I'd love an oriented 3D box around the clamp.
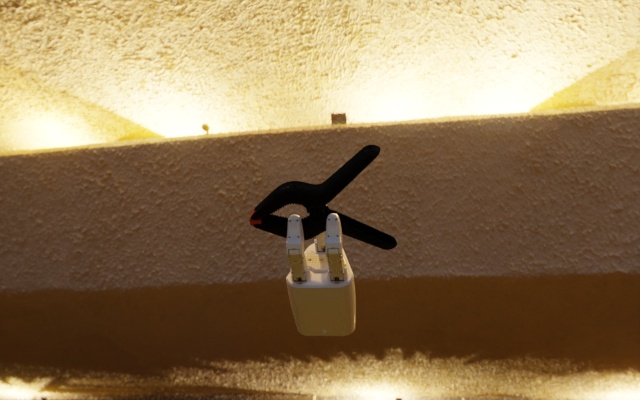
[{"bbox_3d":[0.000,0.002,0.674,0.210,0.165,0.036,-2,29,8],"label":"clamp"}]
